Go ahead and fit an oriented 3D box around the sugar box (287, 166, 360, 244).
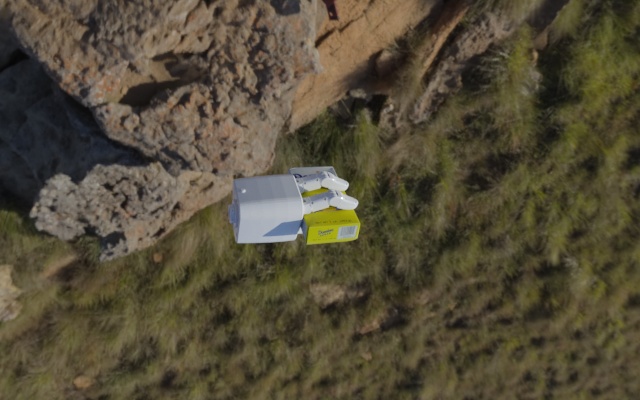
[{"bbox_3d":[0.000,0.002,0.861,0.093,0.048,0.176,-3,41,-17],"label":"sugar box"}]
